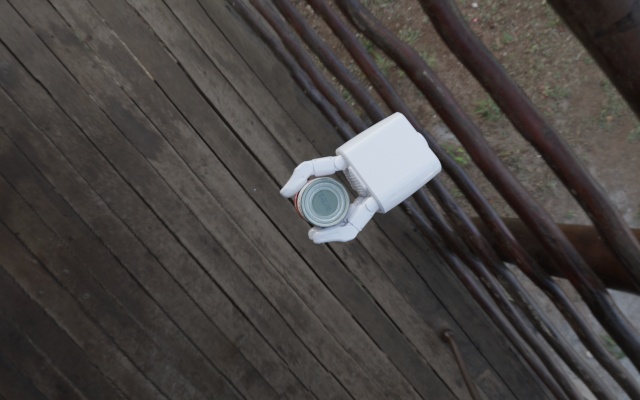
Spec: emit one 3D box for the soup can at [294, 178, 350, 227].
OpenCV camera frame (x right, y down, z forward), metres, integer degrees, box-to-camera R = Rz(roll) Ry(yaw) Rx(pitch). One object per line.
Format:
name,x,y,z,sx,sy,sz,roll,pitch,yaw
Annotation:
soup can,0.000,0.002,0.679,0.068,0.068,0.102,0,1,-8
